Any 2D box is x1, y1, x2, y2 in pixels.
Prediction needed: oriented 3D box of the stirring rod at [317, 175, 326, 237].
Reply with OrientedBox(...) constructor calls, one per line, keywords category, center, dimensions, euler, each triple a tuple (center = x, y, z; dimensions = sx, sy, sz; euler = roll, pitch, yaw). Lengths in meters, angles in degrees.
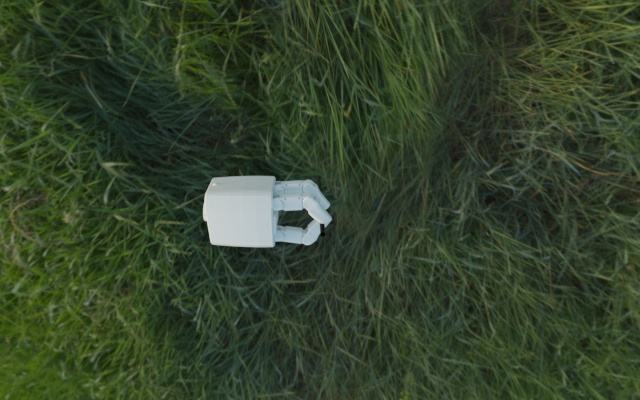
OrientedBox(category="stirring rod", center=(0.000, 0.003, 0.845), dimensions=(0.011, 0.011, 0.239), euler=(0, 24, -2))
